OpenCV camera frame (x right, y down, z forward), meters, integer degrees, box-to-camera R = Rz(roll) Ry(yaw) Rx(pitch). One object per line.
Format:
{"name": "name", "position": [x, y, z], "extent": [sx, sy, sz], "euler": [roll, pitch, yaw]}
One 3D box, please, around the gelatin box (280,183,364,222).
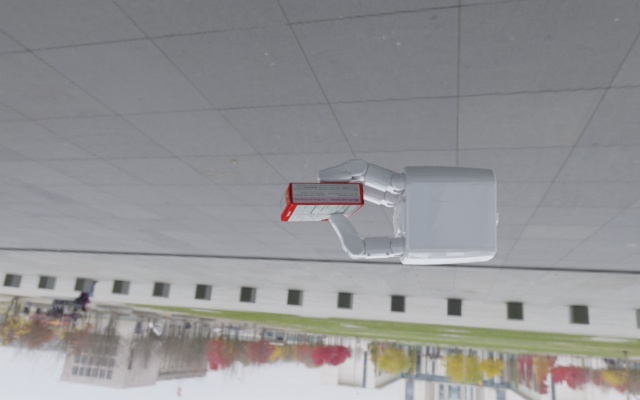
{"name": "gelatin box", "position": [0.000, 0.002, 0.576], "extent": [0.089, 0.030, 0.073], "euler": [-1, -17, -14]}
